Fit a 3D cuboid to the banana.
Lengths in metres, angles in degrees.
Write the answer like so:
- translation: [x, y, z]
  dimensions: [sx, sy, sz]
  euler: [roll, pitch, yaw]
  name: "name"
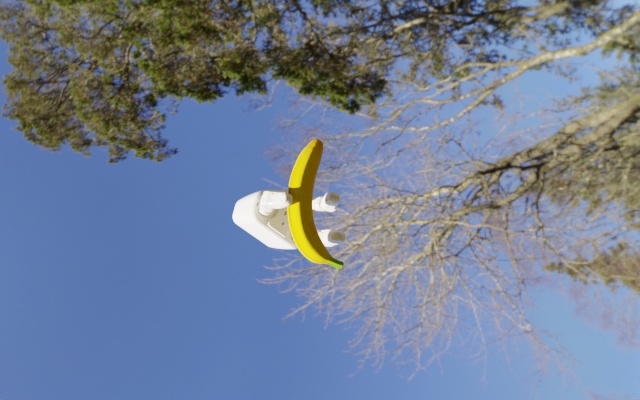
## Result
- translation: [-0.017, 0.008, 0.708]
  dimensions: [0.069, 0.198, 0.037]
  euler: [-8, -3, -22]
  name: "banana"
